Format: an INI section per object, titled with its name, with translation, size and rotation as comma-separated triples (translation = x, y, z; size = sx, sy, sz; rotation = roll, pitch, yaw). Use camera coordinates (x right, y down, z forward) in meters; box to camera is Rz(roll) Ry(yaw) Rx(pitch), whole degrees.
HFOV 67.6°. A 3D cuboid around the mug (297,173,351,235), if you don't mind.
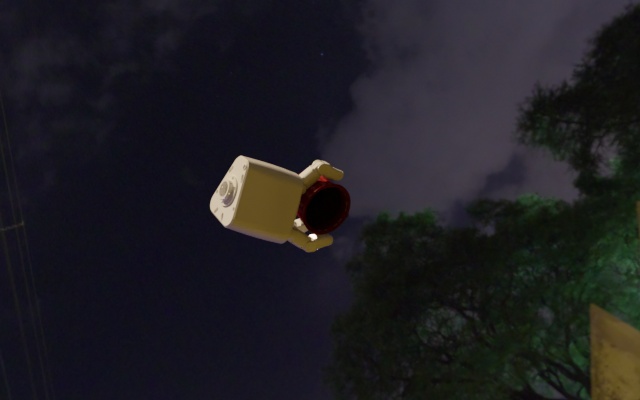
[mug]
translation = 0.001, 0.003, 0.830
size = 0.117, 0.093, 0.081
rotation = 21, 12, -39
